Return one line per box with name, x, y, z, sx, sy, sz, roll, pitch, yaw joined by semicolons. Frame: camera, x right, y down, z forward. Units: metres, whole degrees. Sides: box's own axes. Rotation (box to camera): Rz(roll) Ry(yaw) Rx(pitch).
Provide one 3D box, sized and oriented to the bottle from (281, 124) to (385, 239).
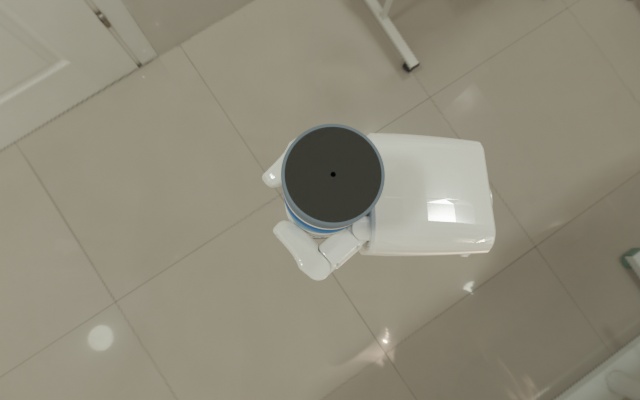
bottle;0.000;0.001;0.448;0.069;0.069;0.296;0;-7;-3
